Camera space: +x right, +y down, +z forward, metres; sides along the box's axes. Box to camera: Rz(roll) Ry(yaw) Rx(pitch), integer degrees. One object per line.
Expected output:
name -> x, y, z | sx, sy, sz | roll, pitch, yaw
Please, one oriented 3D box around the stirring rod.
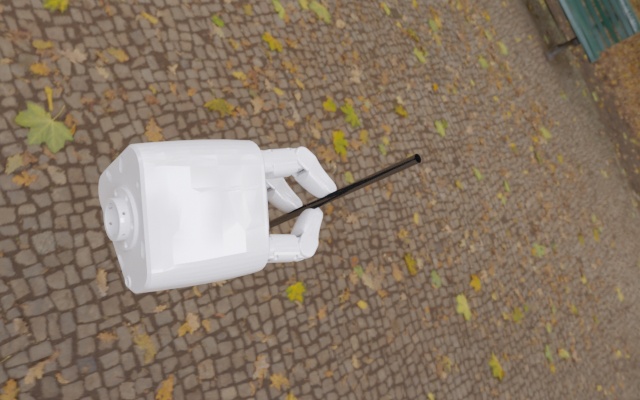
stirring rod -> 0.000, 0.002, 0.465 | 0.011, 0.011, 0.239 | 0, -17, -42
